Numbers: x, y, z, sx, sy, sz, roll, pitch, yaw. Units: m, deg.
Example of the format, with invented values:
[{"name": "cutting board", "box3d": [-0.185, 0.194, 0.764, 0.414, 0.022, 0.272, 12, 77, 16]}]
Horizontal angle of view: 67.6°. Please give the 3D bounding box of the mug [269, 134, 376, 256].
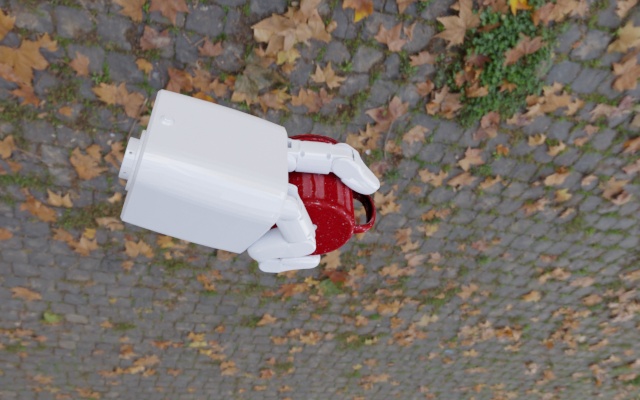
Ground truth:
[{"name": "mug", "box3d": [0.001, 0.002, 0.458, 0.117, 0.081, 0.093, 17, -45, -21]}]
